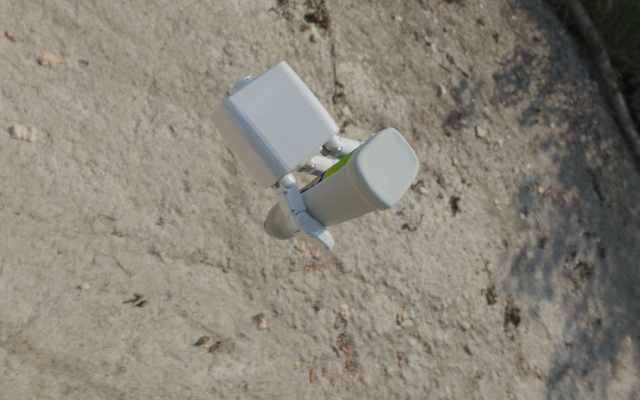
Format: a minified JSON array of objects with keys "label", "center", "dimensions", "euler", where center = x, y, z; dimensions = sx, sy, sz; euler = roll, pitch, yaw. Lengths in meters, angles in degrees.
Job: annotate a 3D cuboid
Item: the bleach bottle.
[{"label":"bleach bottle","center":[0.000,0.002,0.589],"dimensions":[0.251,0.068,0.102],"euler":[-29,13,47]}]
